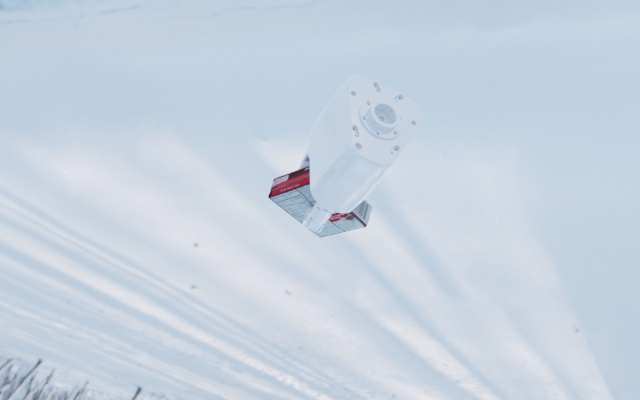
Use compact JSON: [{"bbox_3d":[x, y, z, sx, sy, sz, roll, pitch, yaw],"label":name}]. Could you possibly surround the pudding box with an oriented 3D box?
[{"bbox_3d":[0.000,0.002,0.643,0.090,0.039,0.113,-15,-45,40],"label":"pudding box"}]
